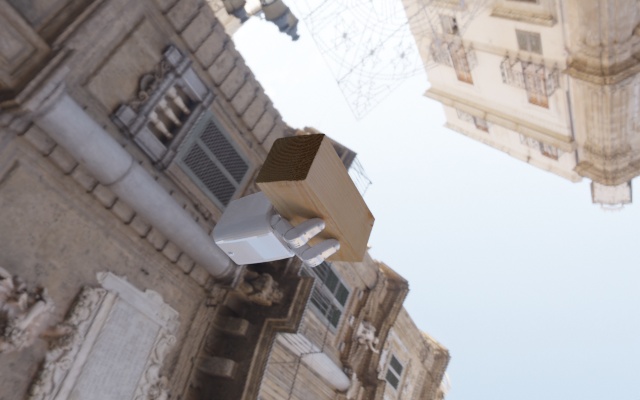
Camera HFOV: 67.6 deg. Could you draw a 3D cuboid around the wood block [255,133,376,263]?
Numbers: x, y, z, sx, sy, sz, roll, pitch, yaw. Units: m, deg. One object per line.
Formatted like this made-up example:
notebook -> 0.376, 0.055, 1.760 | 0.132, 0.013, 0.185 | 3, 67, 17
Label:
wood block -> 0.000, 0.002, 0.743 | 0.090, 0.090, 0.206 | -2, -39, 31
